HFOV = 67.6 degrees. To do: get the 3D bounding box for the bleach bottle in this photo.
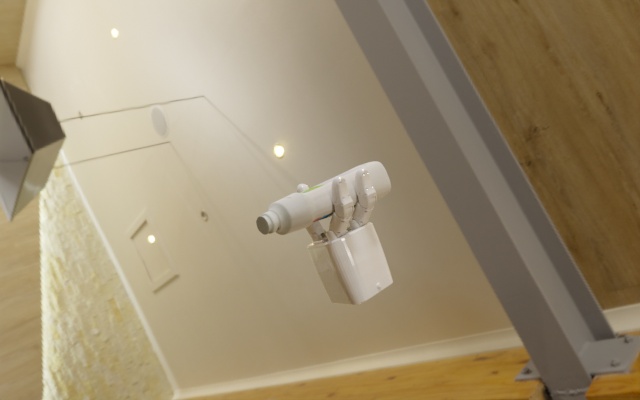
[{"bbox_3d":[0.000,0.002,0.758,0.251,0.068,0.102,-22,-1,-42],"label":"bleach bottle"}]
